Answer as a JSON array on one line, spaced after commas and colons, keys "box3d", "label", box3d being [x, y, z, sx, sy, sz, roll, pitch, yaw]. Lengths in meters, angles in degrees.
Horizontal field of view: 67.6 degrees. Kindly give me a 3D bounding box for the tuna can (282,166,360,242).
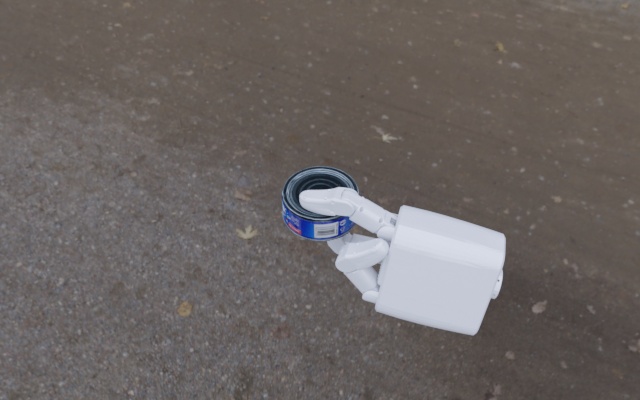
[{"box3d": [0.000, 0.001, 0.523, 0.086, 0.086, 0.034, 0, -44, 0], "label": "tuna can"}]
